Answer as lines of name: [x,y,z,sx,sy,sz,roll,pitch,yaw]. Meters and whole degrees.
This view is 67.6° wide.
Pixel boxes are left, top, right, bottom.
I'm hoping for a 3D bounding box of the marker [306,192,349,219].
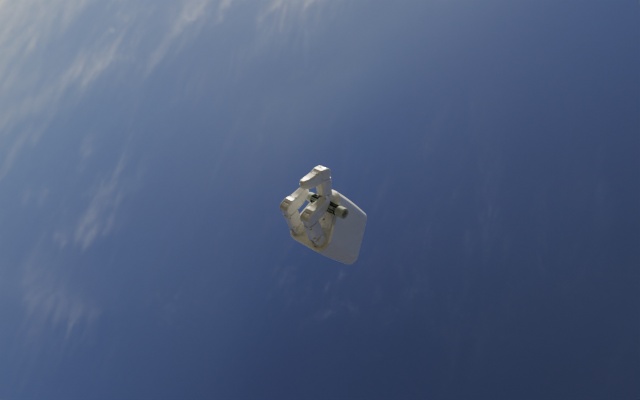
marker: [0.000,0.003,0.830,0.020,0.020,0.121,0,19,-45]
